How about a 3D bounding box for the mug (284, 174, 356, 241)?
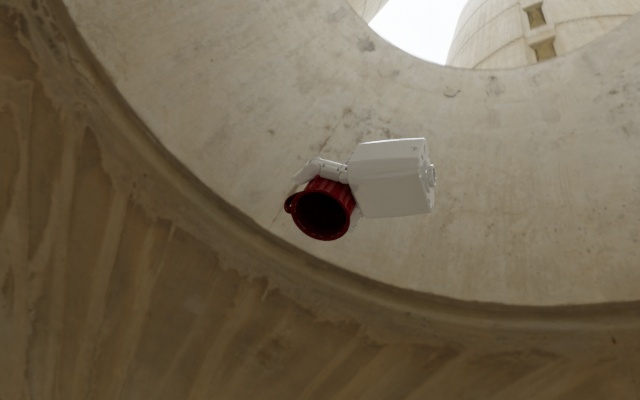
[{"bbox_3d":[-0.001,0.002,0.742,0.117,0.093,0.081,-3,31,23],"label":"mug"}]
